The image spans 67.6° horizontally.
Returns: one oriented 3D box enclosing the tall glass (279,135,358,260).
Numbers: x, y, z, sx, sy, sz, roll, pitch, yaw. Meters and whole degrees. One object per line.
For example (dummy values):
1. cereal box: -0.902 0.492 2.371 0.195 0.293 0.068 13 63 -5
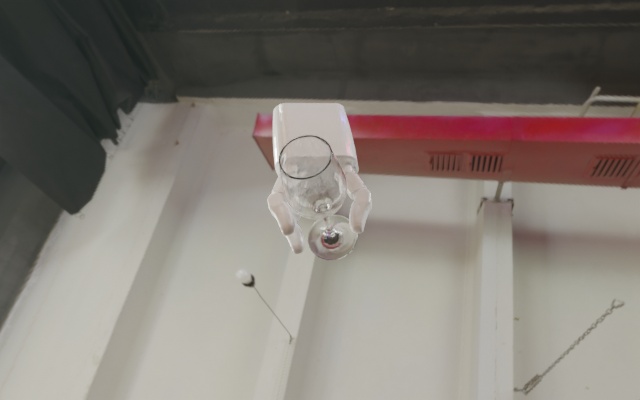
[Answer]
1. tall glass: 0.000 0.002 0.617 0.079 0.079 0.201 0 -31 12
